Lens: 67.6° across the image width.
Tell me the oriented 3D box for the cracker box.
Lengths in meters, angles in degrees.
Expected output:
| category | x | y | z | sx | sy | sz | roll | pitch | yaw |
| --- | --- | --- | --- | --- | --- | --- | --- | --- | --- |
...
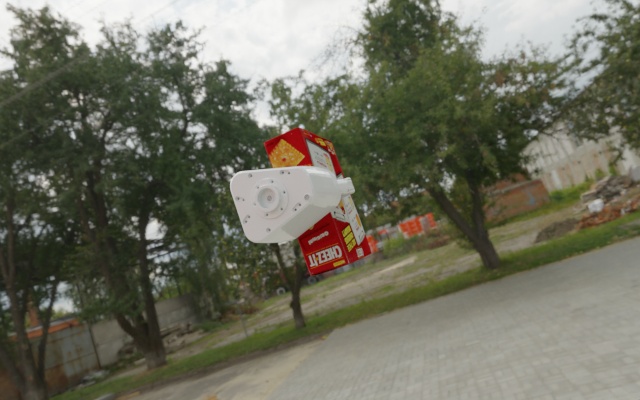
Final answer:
| category | x | y | z | sx | sy | sz | roll | pitch | yaw |
| --- | --- | --- | --- | --- | --- | --- | --- | --- | --- |
| cracker box | 0.000 | 0.002 | 0.768 | 0.072 | 0.213 | 0.164 | -21 | -7 | 17 |
